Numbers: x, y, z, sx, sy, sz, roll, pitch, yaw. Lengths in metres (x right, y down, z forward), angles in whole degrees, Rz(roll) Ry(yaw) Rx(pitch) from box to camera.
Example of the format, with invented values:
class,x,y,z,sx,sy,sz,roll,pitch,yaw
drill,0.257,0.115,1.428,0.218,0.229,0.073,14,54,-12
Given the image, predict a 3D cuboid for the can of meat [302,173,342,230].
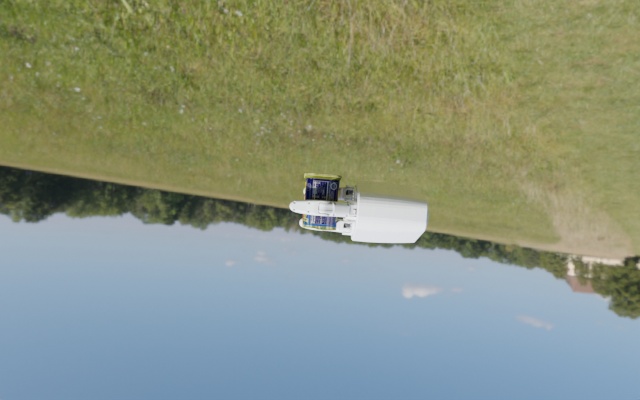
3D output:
class,x,y,z,sx,sy,sz,roll,pitch,yaw
can of meat,0.000,0.003,0.757,0.057,0.084,0.102,4,0,-3
